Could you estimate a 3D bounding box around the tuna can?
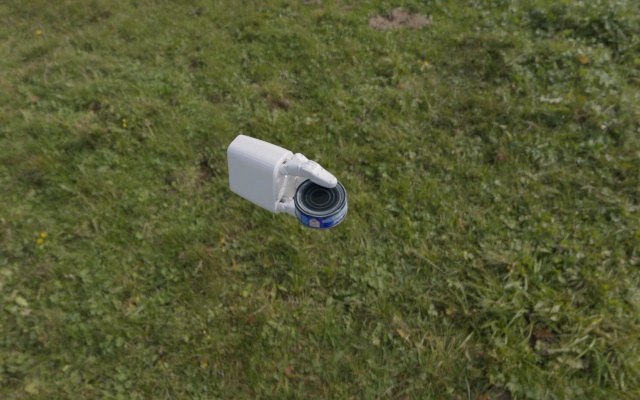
[{"bbox_3d":[0.000,0.002,0.762,0.086,0.086,0.034,0,-38,2],"label":"tuna can"}]
